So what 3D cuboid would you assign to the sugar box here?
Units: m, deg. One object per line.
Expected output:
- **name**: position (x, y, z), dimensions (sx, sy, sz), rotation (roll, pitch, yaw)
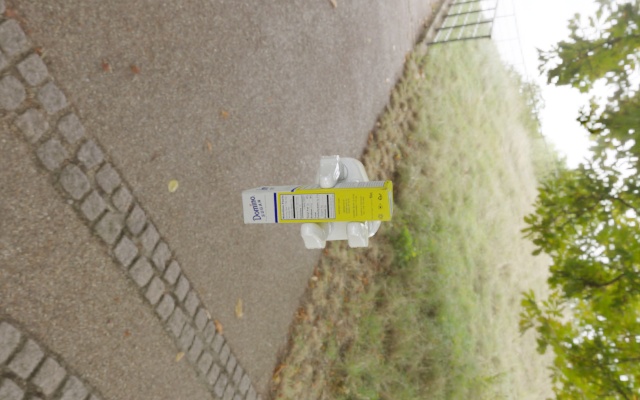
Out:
- **sugar box**: position (0.000, 0.002, 0.595), dimensions (0.176, 0.048, 0.093), rotation (-4, 5, 11)
